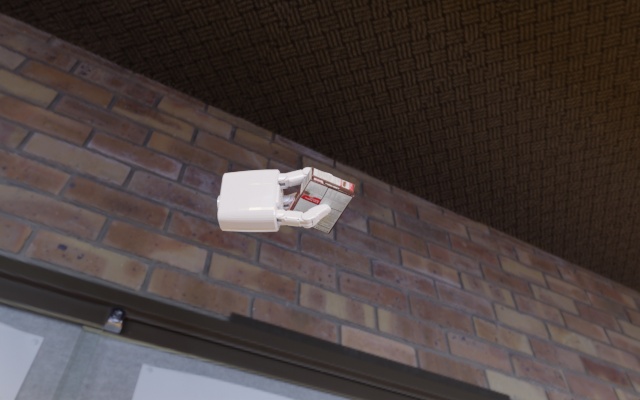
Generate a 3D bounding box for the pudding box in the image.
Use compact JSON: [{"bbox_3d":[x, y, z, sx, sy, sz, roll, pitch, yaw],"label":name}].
[{"bbox_3d":[0.000,0.003,0.892,0.090,0.039,0.113,21,-49,-14],"label":"pudding box"}]
